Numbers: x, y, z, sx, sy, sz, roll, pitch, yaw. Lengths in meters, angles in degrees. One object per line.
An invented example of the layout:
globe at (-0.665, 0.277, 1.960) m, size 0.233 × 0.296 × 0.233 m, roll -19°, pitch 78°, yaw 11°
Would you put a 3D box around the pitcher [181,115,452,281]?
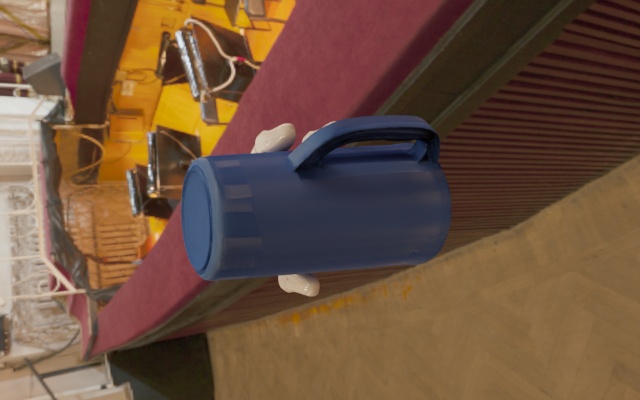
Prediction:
pitcher at (0.000, 0.002, 0.461) m, size 0.243 × 0.149 × 0.145 m, roll -3°, pitch -1°, yaw -30°
